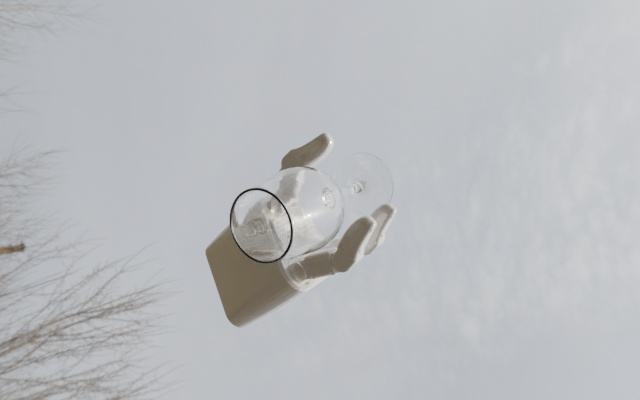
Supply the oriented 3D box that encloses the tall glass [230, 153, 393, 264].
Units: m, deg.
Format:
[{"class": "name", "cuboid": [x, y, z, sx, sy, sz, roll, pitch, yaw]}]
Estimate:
[{"class": "tall glass", "cuboid": [0.000, 0.001, 0.461, 0.079, 0.079, 0.201, 0, 11, 29]}]
